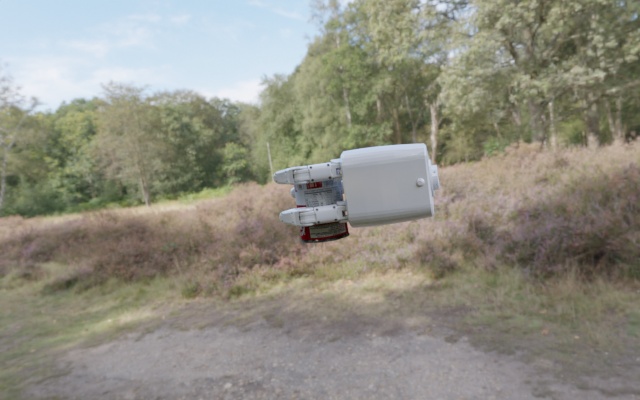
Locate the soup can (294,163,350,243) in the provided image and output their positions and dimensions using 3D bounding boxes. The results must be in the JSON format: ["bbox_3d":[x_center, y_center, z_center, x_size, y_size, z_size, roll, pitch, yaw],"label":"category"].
[{"bbox_3d":[0.000,0.002,0.660,0.068,0.102,0.068,-8,5,1],"label":"soup can"}]
